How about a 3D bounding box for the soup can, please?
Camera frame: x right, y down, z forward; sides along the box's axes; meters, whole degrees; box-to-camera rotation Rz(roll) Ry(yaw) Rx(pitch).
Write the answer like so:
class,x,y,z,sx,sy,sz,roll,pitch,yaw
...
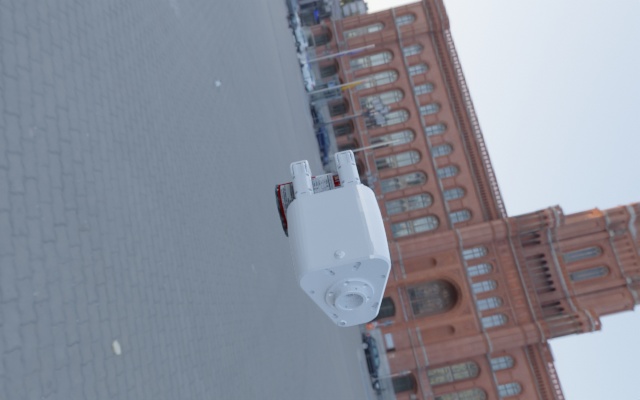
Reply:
class,x,y,z,sx,sy,sz,roll,pitch,yaw
soup can,0.000,0.002,0.602,0.102,0.068,0.068,-13,-1,3
